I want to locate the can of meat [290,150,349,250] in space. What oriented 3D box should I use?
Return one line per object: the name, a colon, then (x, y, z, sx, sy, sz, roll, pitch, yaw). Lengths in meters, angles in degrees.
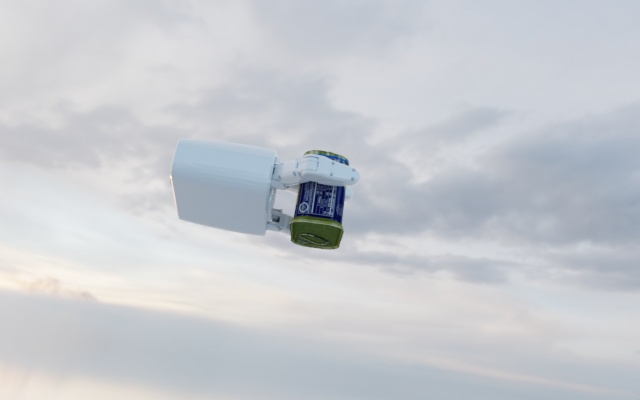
can of meat: (0.000, 0.001, 0.540, 0.057, 0.084, 0.102, 8, -20, 0)
